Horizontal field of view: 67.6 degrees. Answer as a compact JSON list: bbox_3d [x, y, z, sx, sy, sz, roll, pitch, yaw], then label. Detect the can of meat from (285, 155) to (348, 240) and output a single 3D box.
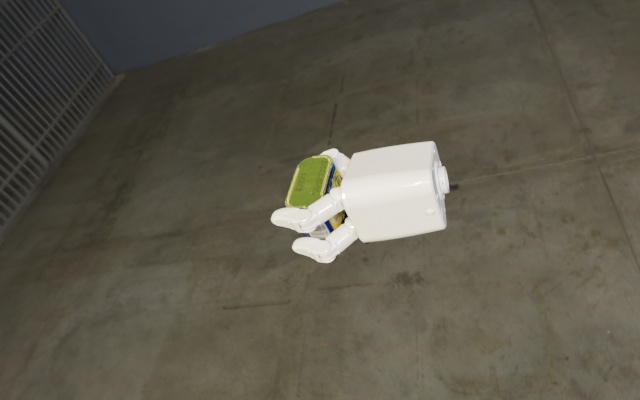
[{"bbox_3d":[0.000,0.002,0.635,0.057,0.102,0.084,-7,-45,23],"label":"can of meat"}]
